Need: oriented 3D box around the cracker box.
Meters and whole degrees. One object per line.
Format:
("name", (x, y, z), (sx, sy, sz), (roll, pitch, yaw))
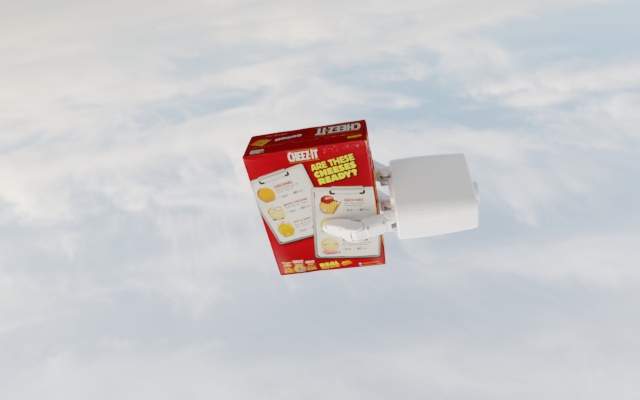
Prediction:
("cracker box", (0.000, 0.002, 0.683), (0.164, 0.214, 0.072), (-7, 34, 9))
